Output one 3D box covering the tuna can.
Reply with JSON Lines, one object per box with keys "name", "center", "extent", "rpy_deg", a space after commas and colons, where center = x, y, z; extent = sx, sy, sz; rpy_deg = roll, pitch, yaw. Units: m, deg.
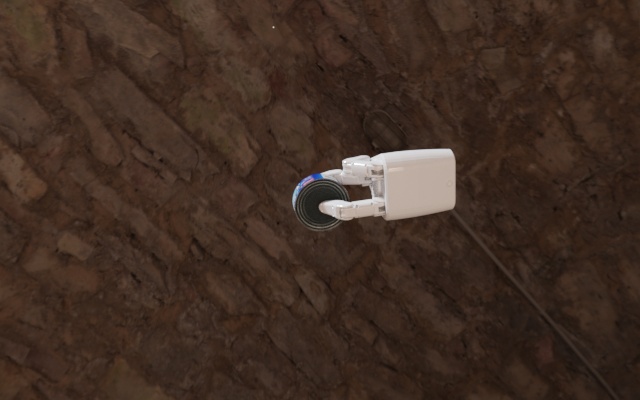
{"name": "tuna can", "center": [0.000, 0.002, 0.740], "extent": [0.086, 0.086, 0.033], "rpy_deg": [0, 19, -11]}
